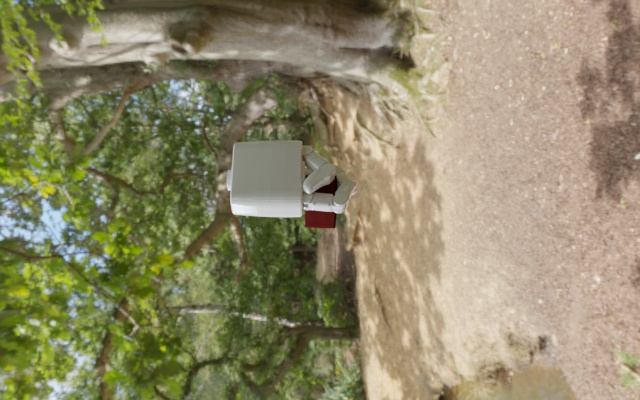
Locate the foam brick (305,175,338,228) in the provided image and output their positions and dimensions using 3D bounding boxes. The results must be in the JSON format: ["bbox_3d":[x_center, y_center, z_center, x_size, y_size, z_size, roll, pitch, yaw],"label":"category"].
[{"bbox_3d":[0.000,0.003,0.776,0.051,0.053,0.078,0,-39,-3],"label":"foam brick"}]
